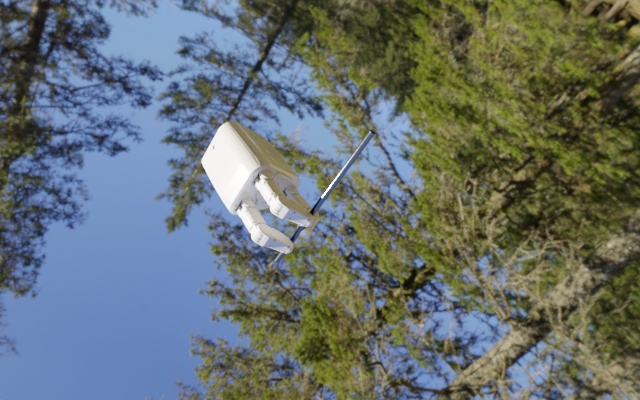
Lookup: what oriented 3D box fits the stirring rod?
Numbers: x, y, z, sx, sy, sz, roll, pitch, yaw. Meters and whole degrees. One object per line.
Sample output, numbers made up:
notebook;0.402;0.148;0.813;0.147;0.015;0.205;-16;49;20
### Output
stirring rod;0.000;0.002;0.640;0.011;0.240;0.011;28;29;-17
